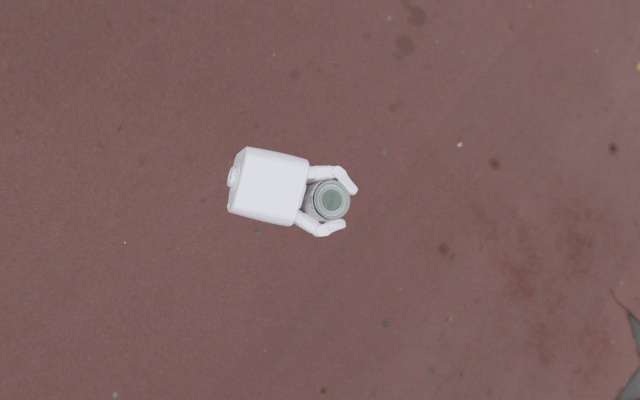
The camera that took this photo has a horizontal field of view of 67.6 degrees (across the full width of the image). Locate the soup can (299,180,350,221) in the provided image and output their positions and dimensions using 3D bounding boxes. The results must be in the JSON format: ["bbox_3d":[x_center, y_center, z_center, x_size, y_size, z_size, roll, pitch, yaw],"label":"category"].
[{"bbox_3d":[0.001,0.003,0.820,0.068,0.068,0.102,0,-5,-22],"label":"soup can"}]
